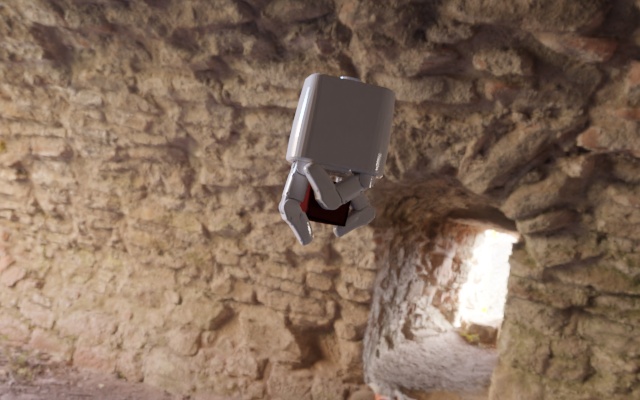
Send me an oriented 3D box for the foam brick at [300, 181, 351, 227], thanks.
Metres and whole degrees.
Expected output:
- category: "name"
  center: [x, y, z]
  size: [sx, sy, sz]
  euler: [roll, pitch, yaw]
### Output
- category: "foam brick"
  center: [0.000, 0.002, 0.608]
  size: [0.053, 0.051, 0.078]
  euler: [13, -4, -20]
